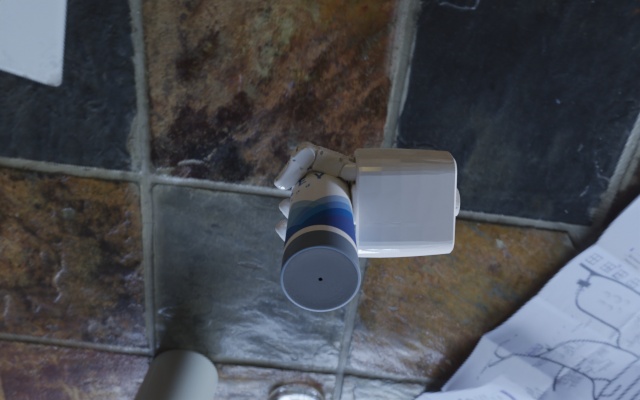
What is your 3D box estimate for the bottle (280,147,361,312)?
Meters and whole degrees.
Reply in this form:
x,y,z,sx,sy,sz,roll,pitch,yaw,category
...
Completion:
x,y,z,sx,sy,sz,roll,pitch,yaw,category
0.000,0.002,0.523,0.069,0.069,0.295,0,26,0,bottle
